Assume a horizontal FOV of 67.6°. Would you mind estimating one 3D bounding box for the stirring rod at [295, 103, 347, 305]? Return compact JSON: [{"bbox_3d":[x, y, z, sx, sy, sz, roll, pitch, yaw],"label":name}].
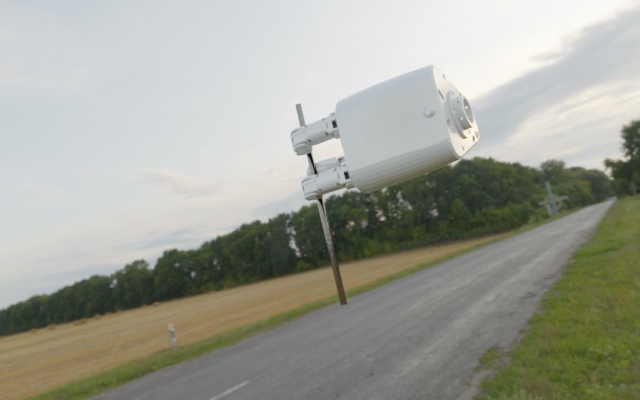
[{"bbox_3d":[0.000,0.002,0.556,0.011,0.239,0.011,-13,-7,-2],"label":"stirring rod"}]
